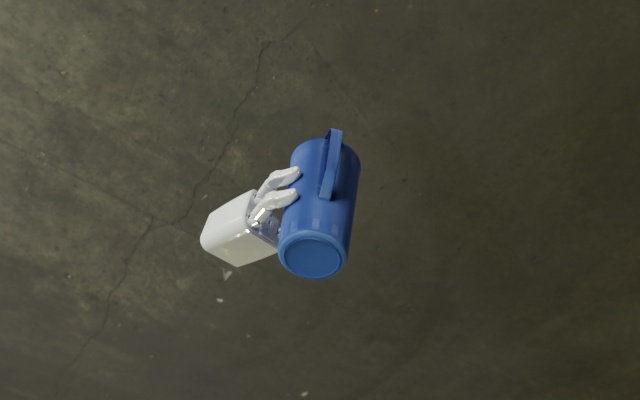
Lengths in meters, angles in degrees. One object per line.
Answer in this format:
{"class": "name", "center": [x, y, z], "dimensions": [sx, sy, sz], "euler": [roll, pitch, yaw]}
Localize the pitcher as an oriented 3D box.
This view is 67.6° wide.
{"class": "pitcher", "center": [0.000, 0.003, 0.805], "dimensions": [0.145, 0.149, 0.242], "euler": [-22, 34, 23]}
